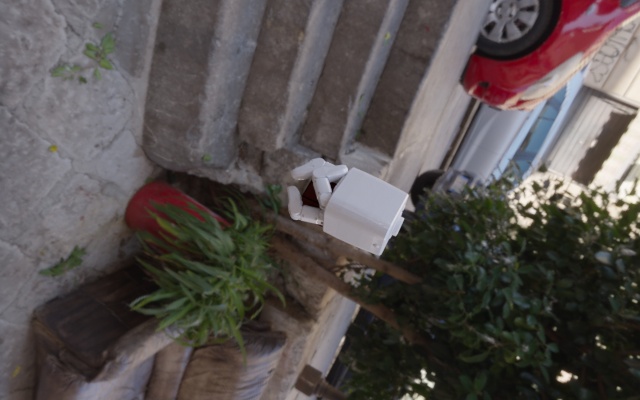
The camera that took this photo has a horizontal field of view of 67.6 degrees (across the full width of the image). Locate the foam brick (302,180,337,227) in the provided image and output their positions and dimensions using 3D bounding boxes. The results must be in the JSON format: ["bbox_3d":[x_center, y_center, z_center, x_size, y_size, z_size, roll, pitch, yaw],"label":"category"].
[{"bbox_3d":[0.000,0.003,0.841,0.051,0.053,0.078,24,-28,11],"label":"foam brick"}]
